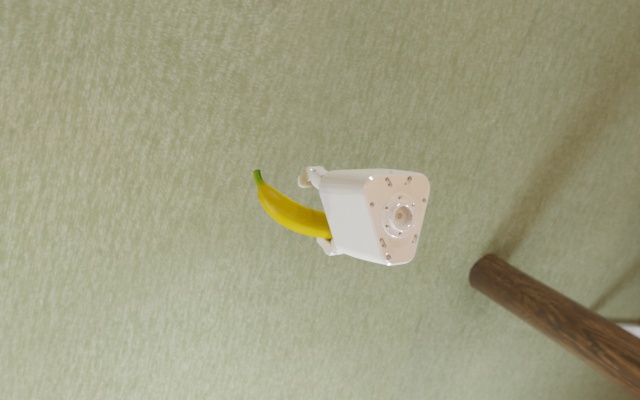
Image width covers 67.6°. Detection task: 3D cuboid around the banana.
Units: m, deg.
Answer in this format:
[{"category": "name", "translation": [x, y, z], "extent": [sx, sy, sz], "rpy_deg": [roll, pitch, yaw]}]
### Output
[{"category": "banana", "translation": [-0.007, 0.018, 0.671], "extent": [0.198, 0.069, 0.037], "rpy_deg": [21, -21, -21]}]
